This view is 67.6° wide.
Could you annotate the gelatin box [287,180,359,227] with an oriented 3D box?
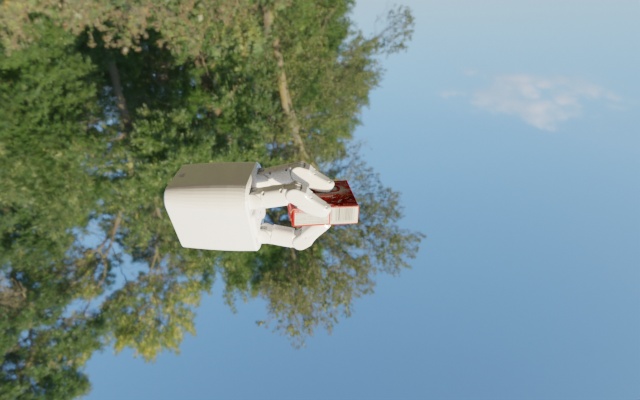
[{"bbox_3d":[0.000,0.002,0.638,0.089,0.030,0.073,-2,30,-9],"label":"gelatin box"}]
